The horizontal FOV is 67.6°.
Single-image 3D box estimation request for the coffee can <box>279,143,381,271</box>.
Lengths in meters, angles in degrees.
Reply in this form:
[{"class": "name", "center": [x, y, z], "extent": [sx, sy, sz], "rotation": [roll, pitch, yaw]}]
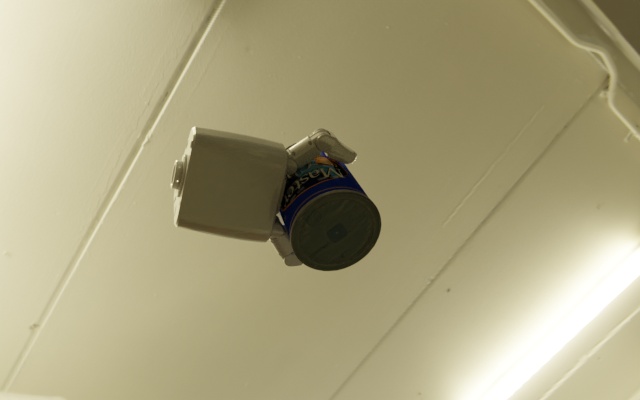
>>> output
[{"class": "coffee can", "center": [0.000, 0.002, 0.574], "extent": [0.103, 0.103, 0.140], "rotation": [0, 29, -17]}]
